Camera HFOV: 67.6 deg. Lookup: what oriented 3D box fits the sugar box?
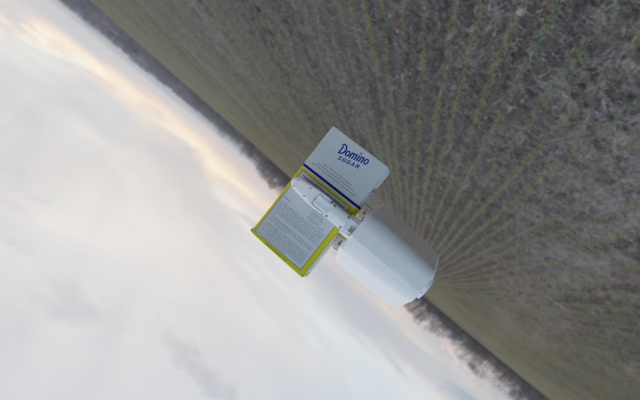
[{"bbox_3d":[0.000,0.002,0.619,0.093,0.176,0.048,39,-1,11],"label":"sugar box"}]
